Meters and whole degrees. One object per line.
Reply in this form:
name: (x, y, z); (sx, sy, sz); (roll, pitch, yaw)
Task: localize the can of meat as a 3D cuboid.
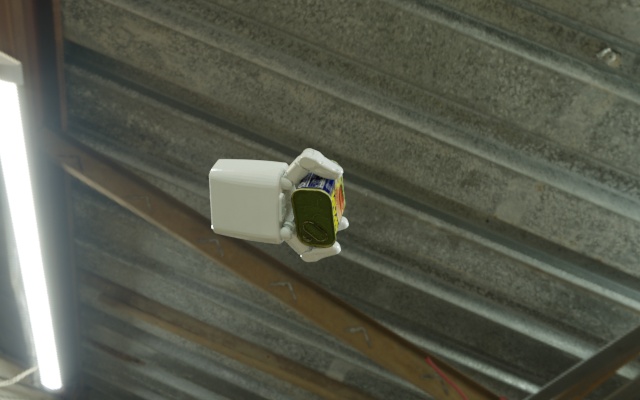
can of meat: (0.000, 0.002, 0.686); (0.057, 0.102, 0.084); (3, 37, 14)
